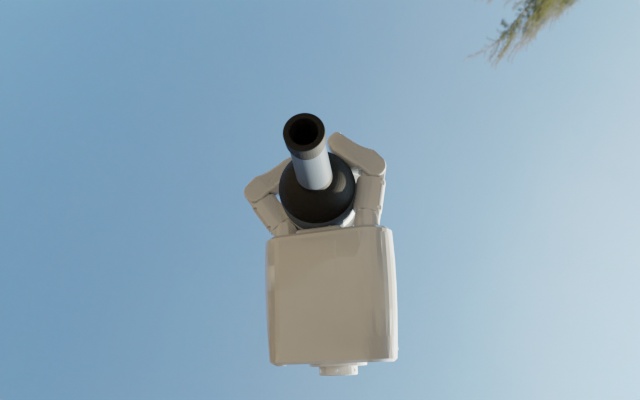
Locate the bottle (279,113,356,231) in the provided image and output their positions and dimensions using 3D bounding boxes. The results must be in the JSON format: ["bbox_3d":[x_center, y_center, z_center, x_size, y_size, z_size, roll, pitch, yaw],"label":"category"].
[{"bbox_3d":[0.000,0.001,0.443,0.069,0.069,0.296,0,-18,4],"label":"bottle"}]
